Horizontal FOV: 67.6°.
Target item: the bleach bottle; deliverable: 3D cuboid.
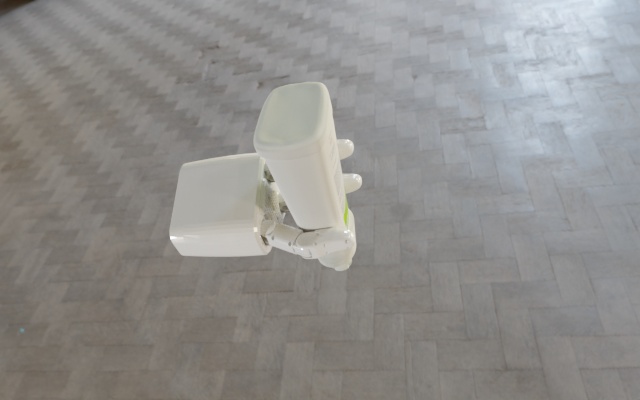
[{"bbox_3d":[0.000,0.002,0.525,0.068,0.102,0.251,-4,-43,13],"label":"bleach bottle"}]
